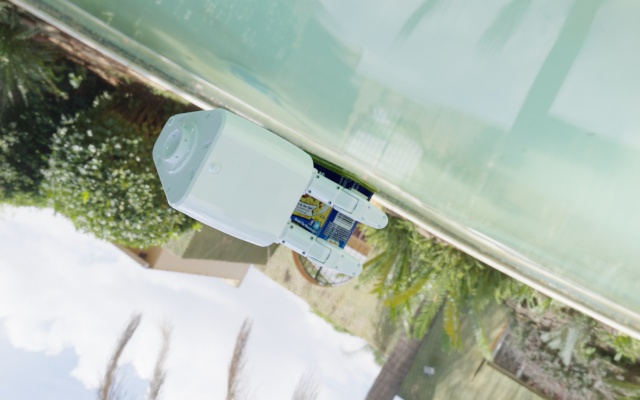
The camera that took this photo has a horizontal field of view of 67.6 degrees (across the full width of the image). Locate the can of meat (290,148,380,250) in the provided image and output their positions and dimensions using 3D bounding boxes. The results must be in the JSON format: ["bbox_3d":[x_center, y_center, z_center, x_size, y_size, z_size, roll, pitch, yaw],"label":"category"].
[{"bbox_3d":[0.000,0.002,0.515,0.102,0.084,0.057,29,1,44],"label":"can of meat"}]
